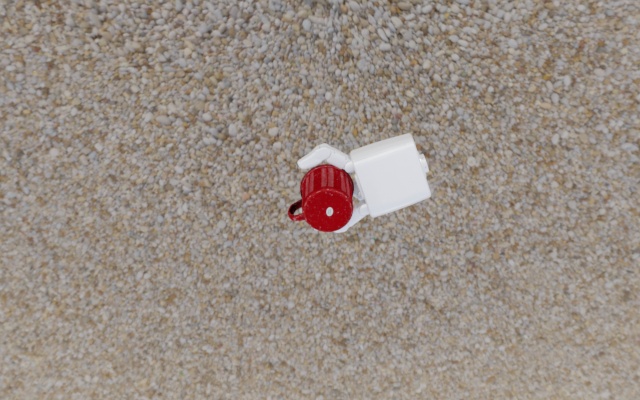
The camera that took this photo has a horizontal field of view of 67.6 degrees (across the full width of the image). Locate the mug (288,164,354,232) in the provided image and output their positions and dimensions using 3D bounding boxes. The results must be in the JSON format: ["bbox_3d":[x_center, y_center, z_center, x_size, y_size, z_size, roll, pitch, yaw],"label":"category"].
[{"bbox_3d":[-0.001,0.003,0.783,0.117,0.093,0.081,-19,26,10],"label":"mug"}]
